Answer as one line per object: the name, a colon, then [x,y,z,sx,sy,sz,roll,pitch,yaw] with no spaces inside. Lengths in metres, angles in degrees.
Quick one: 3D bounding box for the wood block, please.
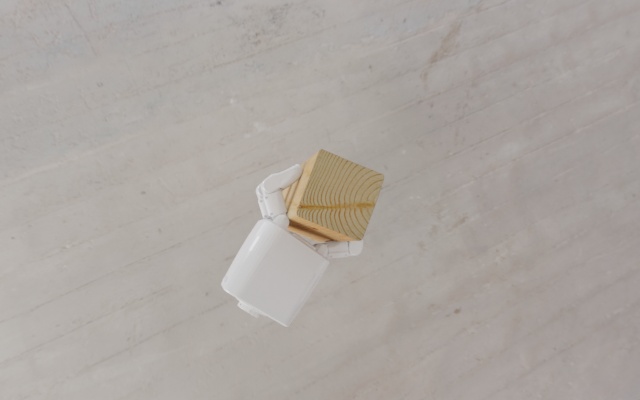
wood block: [0.000,0.003,0.674,0.091,0.090,0.206,22,-10,-12]
